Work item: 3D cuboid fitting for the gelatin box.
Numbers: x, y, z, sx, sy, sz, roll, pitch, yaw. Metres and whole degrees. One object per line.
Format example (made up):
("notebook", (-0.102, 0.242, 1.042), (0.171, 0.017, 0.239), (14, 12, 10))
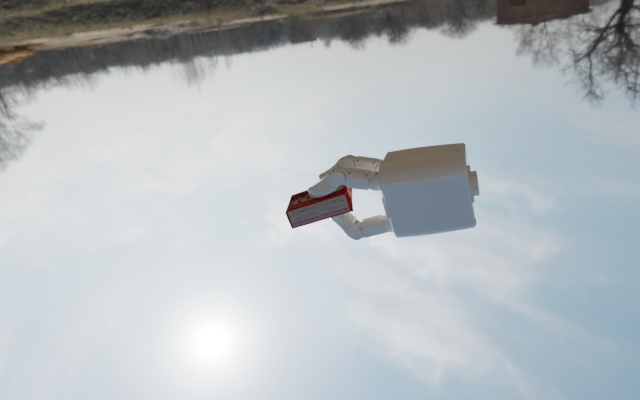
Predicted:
("gelatin box", (0.000, 0.003, 0.664), (0.089, 0.030, 0.073), (-18, 17, 9))
